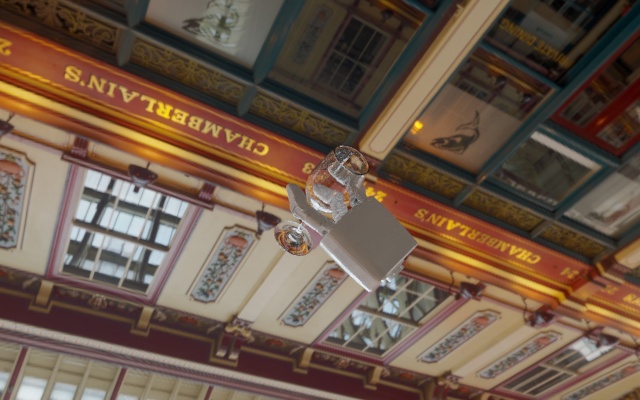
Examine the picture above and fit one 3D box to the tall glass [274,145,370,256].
[{"bbox_3d":[0.000,0.003,0.766,0.079,0.079,0.201,0,-40,-37],"label":"tall glass"}]
